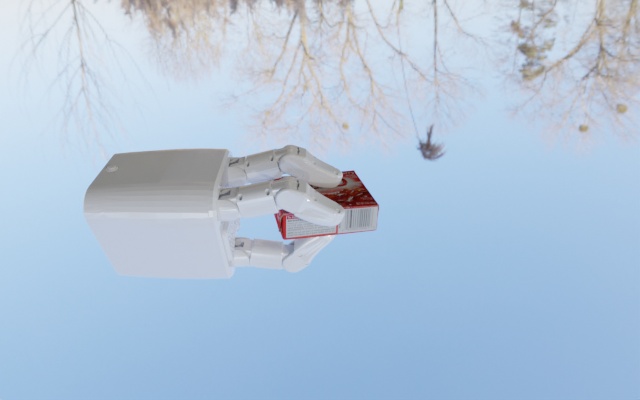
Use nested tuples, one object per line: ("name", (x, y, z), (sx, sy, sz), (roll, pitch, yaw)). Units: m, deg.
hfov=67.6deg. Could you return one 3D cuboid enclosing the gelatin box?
("gelatin box", (0.000, 0.002, 0.440), (0.089, 0.030, 0.073), (-5, 29, -13))
